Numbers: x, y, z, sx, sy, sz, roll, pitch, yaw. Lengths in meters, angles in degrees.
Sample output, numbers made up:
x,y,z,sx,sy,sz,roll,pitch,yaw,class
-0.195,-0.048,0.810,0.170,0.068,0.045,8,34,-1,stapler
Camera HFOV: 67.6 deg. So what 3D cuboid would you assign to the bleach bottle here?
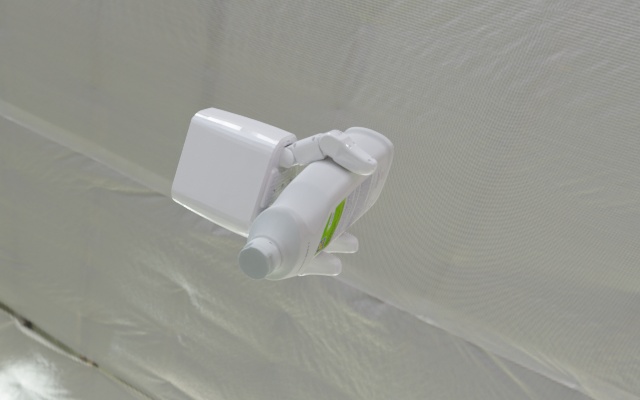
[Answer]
x,y,z,sx,sy,sz,roll,pitch,yaw,class
0.000,0.002,0.476,0.068,0.103,0.250,23,27,16,bleach bottle
